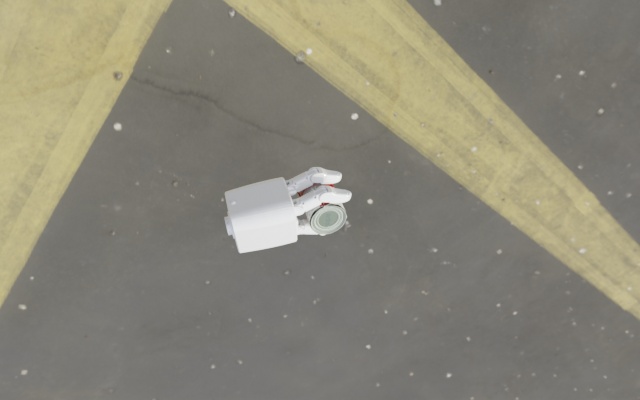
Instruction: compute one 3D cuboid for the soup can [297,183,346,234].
[{"bbox_3d":[0.001,0.003,0.853,0.068,0.068,0.102,0,38,-20],"label":"soup can"}]
